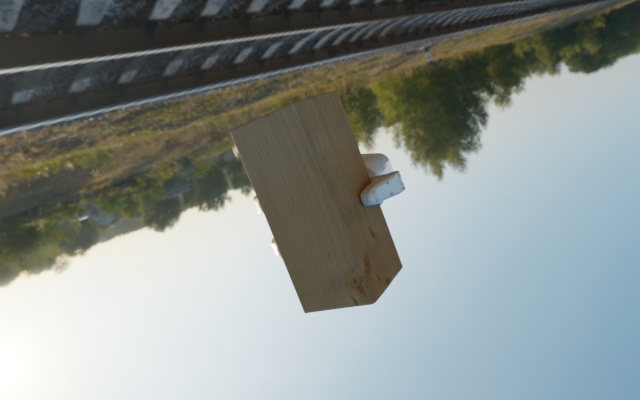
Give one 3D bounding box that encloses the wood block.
[{"bbox_3d":[0.001,0.002,0.504,0.091,0.206,0.090,-17,9,33],"label":"wood block"}]
